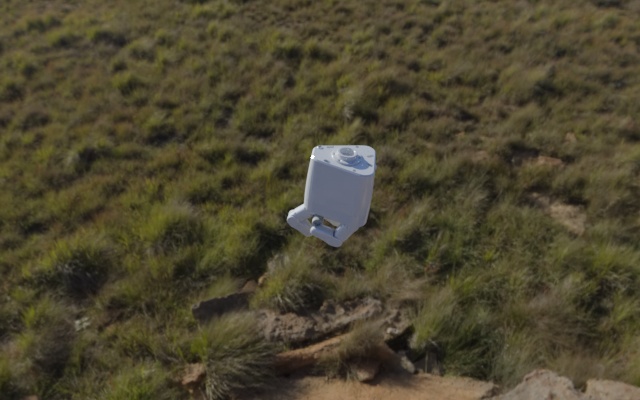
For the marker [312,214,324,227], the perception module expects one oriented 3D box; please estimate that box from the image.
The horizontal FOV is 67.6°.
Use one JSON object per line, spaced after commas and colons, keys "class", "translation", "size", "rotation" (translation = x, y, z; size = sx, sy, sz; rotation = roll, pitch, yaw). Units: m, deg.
{"class": "marker", "translation": [0.000, 0.003, 0.866], "size": [0.020, 0.020, 0.121], "rotation": [0, 38, 7]}
